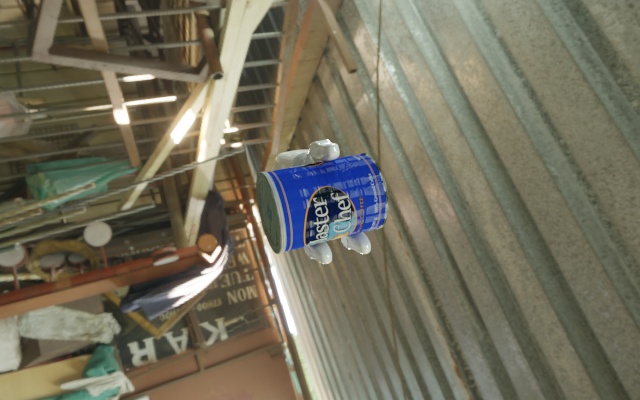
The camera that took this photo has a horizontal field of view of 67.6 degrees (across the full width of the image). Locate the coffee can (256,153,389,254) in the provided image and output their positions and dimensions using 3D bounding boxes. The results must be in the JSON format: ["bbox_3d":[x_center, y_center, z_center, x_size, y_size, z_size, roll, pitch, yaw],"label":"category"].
[{"bbox_3d":[0.000,0.002,0.605,0.140,0.103,0.103,-12,4,-18],"label":"coffee can"}]
